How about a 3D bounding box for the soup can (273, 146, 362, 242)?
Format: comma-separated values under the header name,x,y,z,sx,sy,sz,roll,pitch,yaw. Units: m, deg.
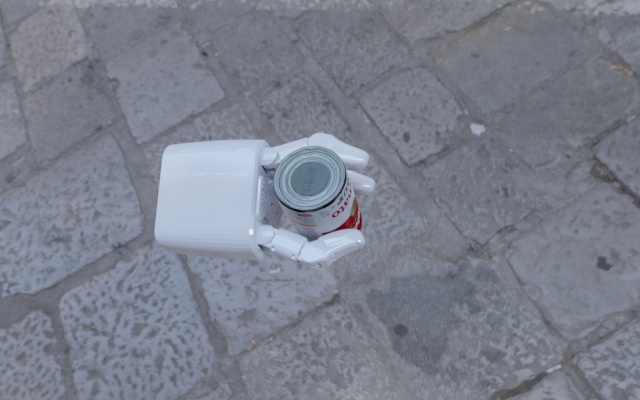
name,x,y,z,sx,sy,sz,roll,pitch,yaw
soup can,0.000,0.001,0.458,0.068,0.068,0.102,0,-26,13
